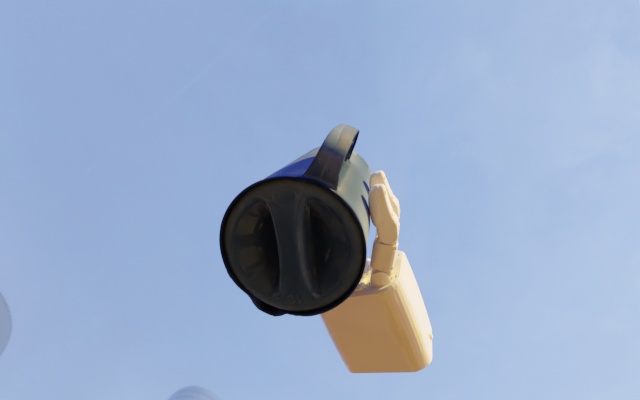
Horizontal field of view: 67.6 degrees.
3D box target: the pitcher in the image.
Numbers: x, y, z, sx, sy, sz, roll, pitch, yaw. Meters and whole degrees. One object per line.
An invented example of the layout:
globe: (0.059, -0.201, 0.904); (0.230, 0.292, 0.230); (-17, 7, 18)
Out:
pitcher: (0.000, 0.002, 0.521); (0.149, 0.145, 0.242); (-21, 12, 17)
